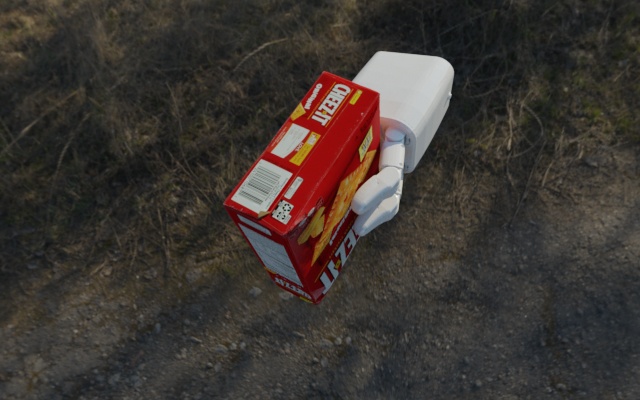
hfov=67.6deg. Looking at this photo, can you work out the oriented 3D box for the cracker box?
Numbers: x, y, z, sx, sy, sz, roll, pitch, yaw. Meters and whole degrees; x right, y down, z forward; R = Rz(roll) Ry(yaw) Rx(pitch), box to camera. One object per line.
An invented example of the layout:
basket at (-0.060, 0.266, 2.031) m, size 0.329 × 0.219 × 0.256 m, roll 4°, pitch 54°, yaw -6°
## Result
cracker box at (0.000, 0.001, 0.504) m, size 0.072 × 0.164 × 0.214 m, roll 26°, pitch -21°, yaw 20°
